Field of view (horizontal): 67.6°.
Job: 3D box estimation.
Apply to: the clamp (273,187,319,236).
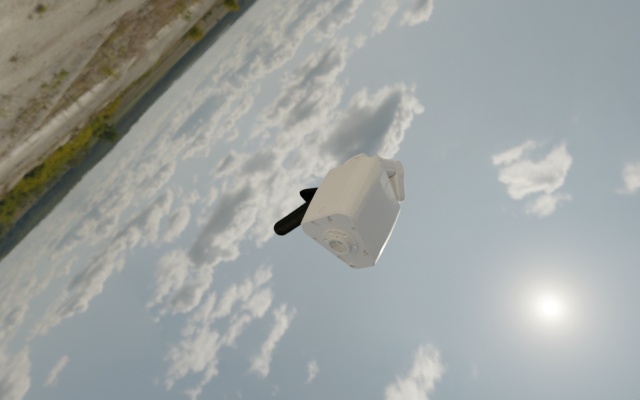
[{"bbox_3d":[0.001,0.003,0.756,0.171,0.039,0.120,-22,27,45],"label":"clamp"}]
